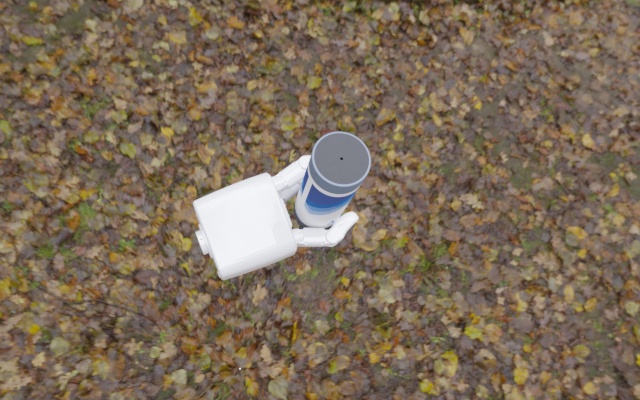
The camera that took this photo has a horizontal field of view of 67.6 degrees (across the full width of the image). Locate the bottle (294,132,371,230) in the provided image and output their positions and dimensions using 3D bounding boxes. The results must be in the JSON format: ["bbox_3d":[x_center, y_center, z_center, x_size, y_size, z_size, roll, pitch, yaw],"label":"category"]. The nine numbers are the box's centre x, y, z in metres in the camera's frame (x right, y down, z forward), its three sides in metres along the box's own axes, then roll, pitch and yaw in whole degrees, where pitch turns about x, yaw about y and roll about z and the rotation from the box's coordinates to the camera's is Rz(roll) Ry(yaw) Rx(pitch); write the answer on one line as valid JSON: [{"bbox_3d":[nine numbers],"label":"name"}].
[{"bbox_3d":[0.000,0.002,0.660,0.069,0.069,0.296,0,-19,-10],"label":"bottle"}]
